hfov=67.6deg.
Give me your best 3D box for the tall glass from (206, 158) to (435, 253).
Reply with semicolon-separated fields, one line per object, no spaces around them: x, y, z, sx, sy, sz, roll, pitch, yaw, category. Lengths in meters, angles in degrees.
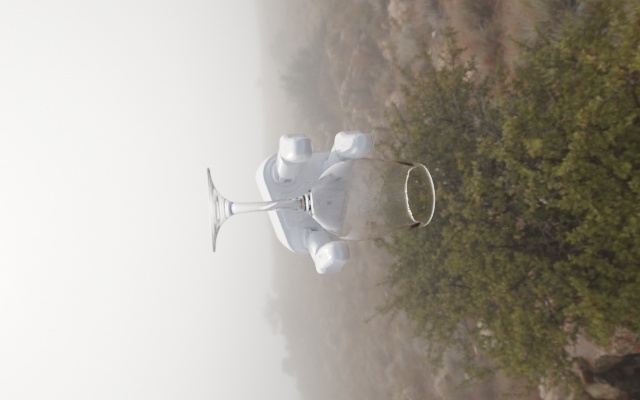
-0.001;0.002;0.438;0.201;0.079;0.079;-4;1;-14;tall glass
